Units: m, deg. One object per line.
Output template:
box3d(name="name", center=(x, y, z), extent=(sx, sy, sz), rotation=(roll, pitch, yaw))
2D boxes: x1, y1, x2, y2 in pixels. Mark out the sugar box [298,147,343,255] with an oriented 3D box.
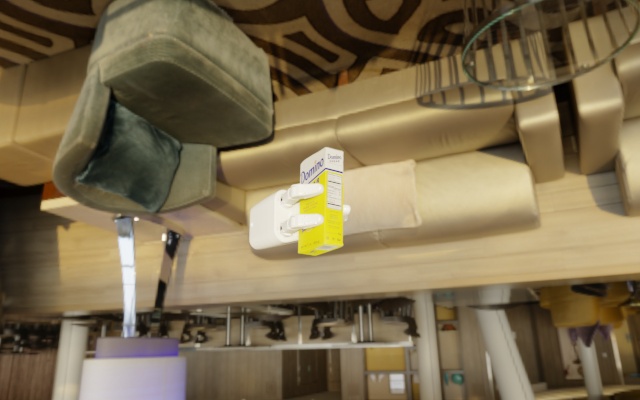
box3d(name="sugar box", center=(0.000, 0.003, 0.852), extent=(0.048, 0.176, 0.093), rotation=(9, -20, -31))
